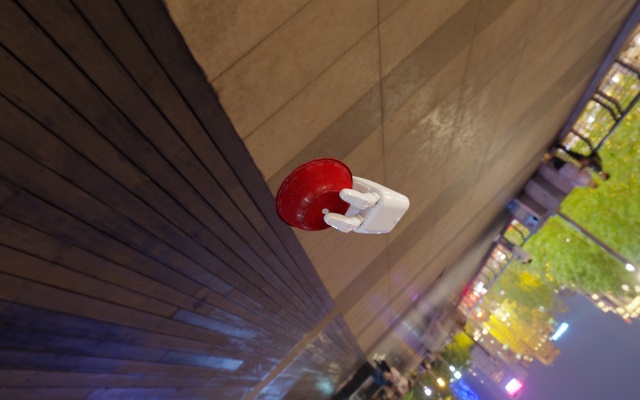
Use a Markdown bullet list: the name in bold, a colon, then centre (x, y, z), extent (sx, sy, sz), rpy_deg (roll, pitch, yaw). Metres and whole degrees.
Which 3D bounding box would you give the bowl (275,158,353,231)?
- **bowl**: centre (-0.001, 0.003, 0.880), extent (0.162, 0.162, 0.055), rpy_deg (0, 36, -31)
